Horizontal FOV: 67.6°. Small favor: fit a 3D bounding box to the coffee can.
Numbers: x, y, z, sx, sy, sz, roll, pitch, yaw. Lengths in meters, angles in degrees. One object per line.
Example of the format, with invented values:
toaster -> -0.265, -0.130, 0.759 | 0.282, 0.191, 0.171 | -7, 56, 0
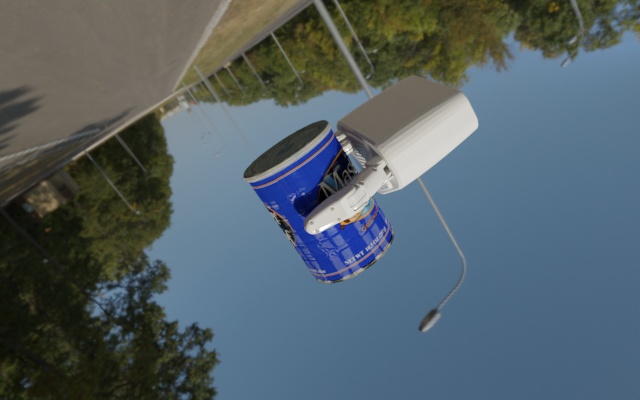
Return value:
coffee can -> 0.000, 0.002, 0.507 | 0.103, 0.140, 0.102 | -30, 18, 11
